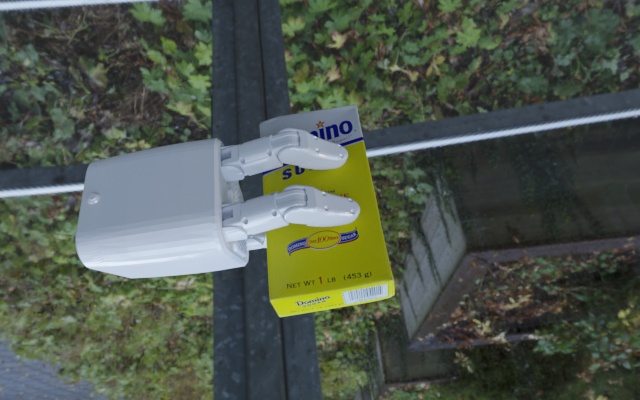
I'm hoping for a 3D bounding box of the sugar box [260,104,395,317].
[{"bbox_3d":[0.000,0.001,0.402,0.093,0.176,0.048,-10,-31,2],"label":"sugar box"}]
